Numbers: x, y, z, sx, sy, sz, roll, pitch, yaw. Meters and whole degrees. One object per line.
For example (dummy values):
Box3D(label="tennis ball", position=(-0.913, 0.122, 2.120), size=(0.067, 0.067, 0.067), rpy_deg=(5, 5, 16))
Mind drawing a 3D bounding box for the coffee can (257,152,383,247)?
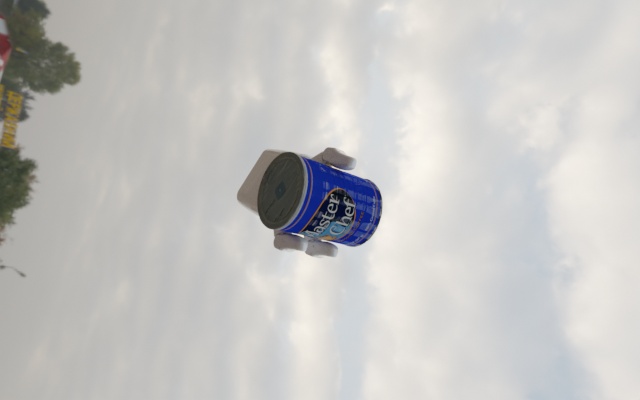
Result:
Box3D(label="coffee can", position=(0.000, 0.002, 0.652), size=(0.140, 0.103, 0.103), rpy_deg=(16, -10, -37))
